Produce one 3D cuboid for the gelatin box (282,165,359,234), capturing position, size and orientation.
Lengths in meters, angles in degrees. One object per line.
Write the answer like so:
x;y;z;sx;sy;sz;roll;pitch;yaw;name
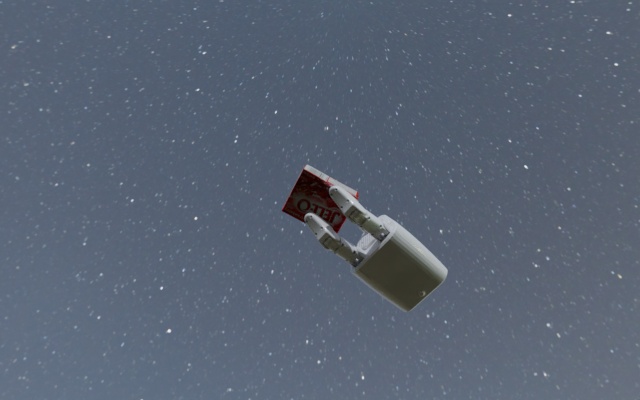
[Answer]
0.000;0.002;0.688;0.089;0.073;0.030;29;20;0;gelatin box
